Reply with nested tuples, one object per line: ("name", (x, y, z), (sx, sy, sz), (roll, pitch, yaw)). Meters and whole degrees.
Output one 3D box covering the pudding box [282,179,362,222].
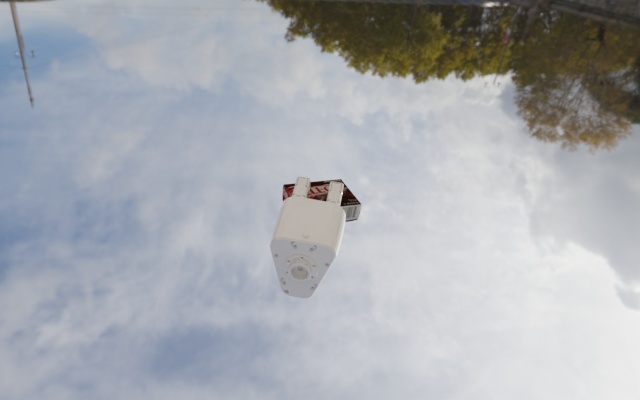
("pudding box", (0.000, 0.003, 0.815), (0.113, 0.039, 0.090), (-5, 33, -22))
